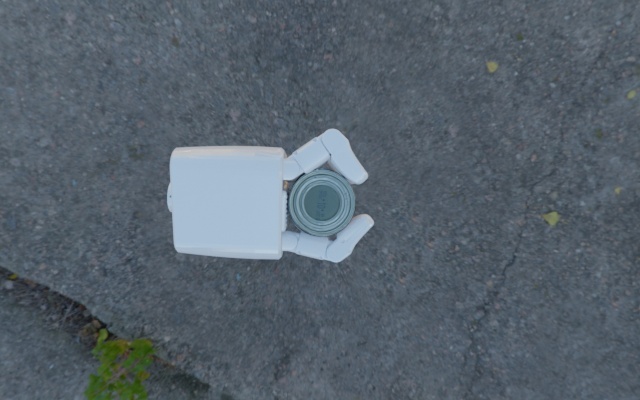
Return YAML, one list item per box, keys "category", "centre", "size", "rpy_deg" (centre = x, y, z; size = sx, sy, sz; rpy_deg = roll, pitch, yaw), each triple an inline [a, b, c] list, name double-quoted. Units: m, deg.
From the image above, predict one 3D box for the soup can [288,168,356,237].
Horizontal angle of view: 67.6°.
- category: "soup can"
  centre: [0.001, 0.002, 0.506]
  size: [0.068, 0.068, 0.102]
  rpy_deg: [0, 0, -1]
